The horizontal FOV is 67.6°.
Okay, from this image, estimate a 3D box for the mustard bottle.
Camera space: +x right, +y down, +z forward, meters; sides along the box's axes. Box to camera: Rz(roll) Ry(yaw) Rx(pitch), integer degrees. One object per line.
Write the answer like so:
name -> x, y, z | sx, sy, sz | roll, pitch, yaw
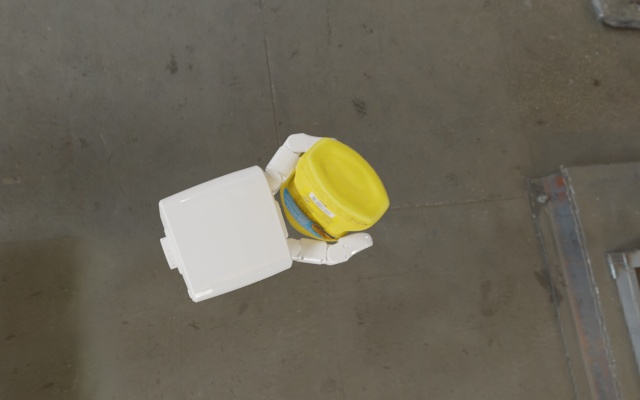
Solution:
mustard bottle -> 0.000, 0.002, 0.540 | 0.058, 0.096, 0.192 | -47, 3, -21
